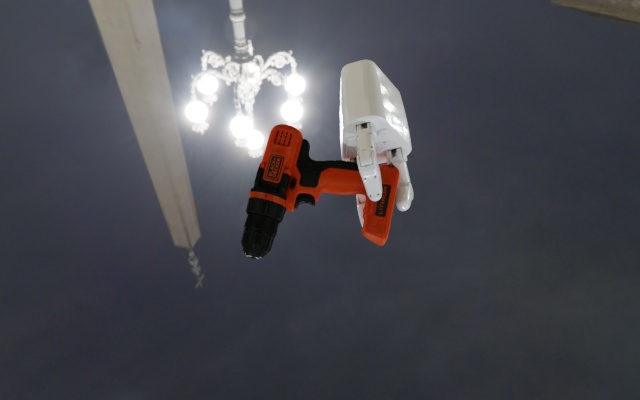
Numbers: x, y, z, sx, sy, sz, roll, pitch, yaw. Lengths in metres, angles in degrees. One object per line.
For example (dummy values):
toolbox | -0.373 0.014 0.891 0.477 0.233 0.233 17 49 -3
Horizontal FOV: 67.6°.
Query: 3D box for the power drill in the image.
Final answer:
power drill | 0.001 0.002 0.627 0.187 0.184 0.057 13 -11 2
